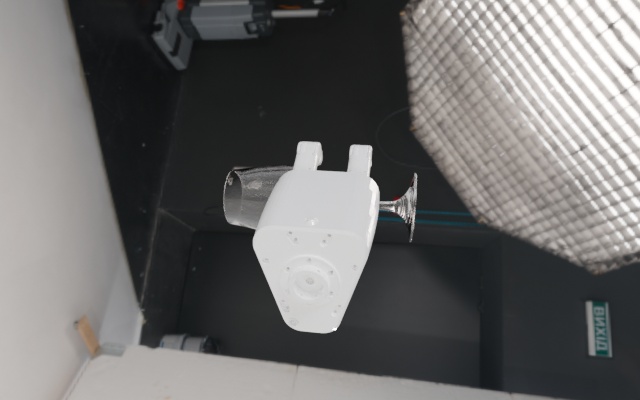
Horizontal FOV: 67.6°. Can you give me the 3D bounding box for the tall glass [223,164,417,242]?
[{"bbox_3d":[0.001,0.002,0.521,0.201,0.079,0.079,4,0,8],"label":"tall glass"}]
